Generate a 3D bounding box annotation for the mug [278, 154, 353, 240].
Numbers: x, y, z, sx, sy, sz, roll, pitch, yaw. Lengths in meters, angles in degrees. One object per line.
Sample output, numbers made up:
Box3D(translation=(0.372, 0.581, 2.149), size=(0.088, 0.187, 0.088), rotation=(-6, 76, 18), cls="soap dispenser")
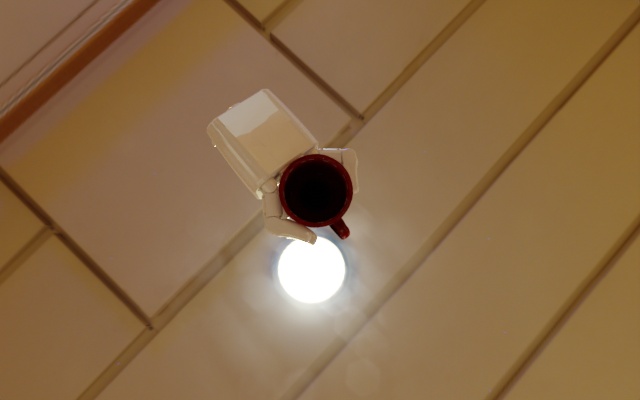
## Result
Box3D(translation=(0.001, 0.003, 0.631), size=(0.093, 0.117, 0.081), rotation=(-39, -4, -7), cls="mug")
